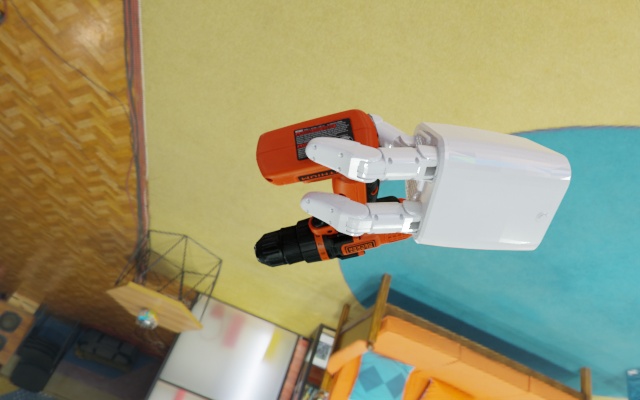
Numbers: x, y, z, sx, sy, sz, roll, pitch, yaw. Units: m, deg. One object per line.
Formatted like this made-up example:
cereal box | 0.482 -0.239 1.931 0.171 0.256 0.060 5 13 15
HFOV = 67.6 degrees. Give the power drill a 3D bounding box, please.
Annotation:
power drill | 0.000 0.001 0.478 0.184 0.057 0.188 -15 -33 5
